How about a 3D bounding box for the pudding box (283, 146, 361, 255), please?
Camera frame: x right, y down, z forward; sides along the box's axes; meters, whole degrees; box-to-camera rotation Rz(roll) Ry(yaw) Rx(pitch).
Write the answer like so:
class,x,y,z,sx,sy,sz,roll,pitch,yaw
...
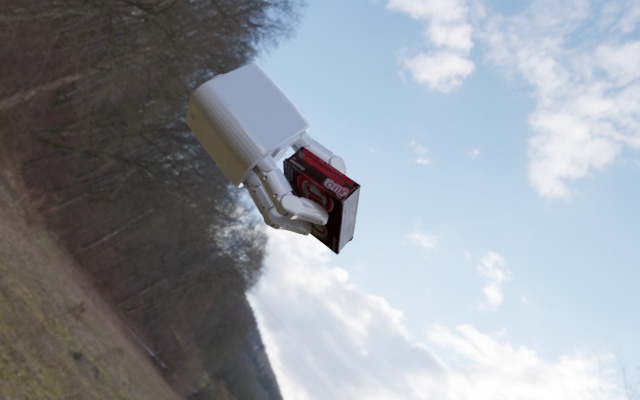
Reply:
class,x,y,z,sx,sy,sz,roll,pitch,yaw
pudding box,0.000,0.002,0.574,0.090,0.039,0.114,37,-28,24
